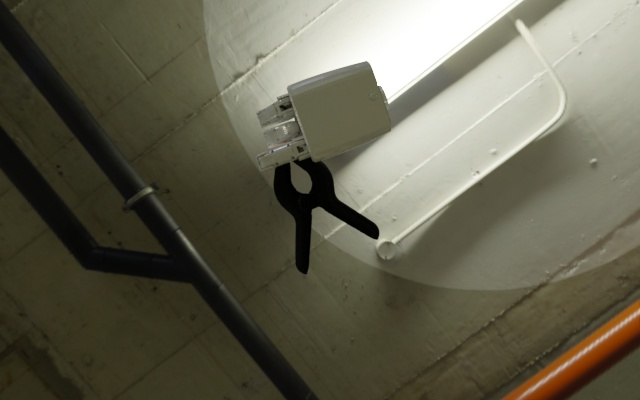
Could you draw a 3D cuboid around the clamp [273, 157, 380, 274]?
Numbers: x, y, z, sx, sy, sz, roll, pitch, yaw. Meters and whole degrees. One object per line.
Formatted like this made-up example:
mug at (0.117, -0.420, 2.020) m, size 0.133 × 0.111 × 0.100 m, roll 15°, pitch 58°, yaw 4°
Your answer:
clamp at (0.000, 0.002, 0.624) m, size 0.120 × 0.171 × 0.039 m, roll -19°, pitch 7°, yaw 5°
